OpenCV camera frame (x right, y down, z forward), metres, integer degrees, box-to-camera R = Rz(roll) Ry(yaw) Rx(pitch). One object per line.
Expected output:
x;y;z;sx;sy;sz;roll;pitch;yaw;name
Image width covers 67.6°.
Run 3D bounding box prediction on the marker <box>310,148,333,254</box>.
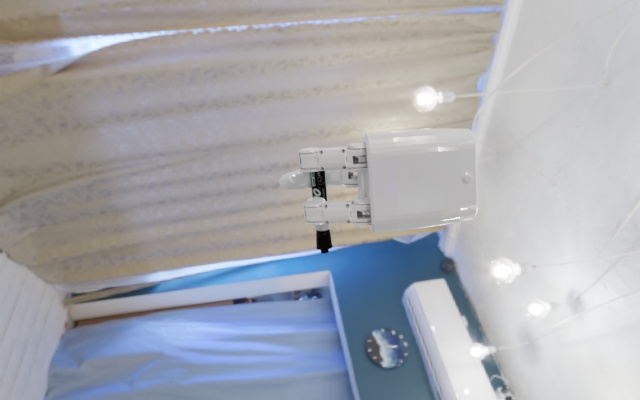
0.000;0.002;0.544;0.020;0.121;0.020;-5;12;1;marker
